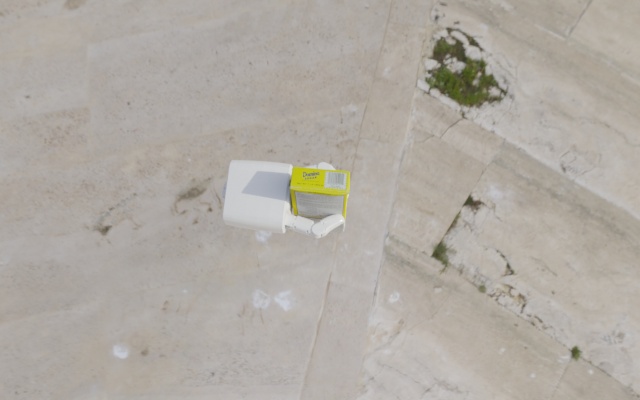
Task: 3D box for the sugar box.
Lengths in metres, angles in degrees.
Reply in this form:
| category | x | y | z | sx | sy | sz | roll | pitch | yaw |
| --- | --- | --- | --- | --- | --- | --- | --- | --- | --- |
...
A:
| category | x | y | z | sx | sy | sz | roll | pitch | yaw |
| --- | --- | --- | --- | --- | --- | --- | --- | --- | --- |
| sugar box | 0.000 | 0.002 | 0.818 | 0.093 | 0.048 | 0.176 | 6 | -21 | 2 |
